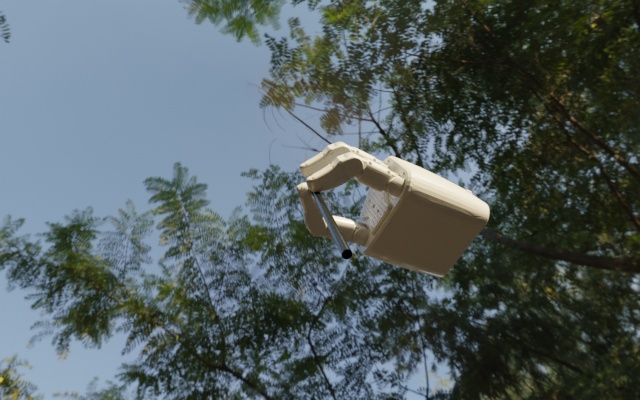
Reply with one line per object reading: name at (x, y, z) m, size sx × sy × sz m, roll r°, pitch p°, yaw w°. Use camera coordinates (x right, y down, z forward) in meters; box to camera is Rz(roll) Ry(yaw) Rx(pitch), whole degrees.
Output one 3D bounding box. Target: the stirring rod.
stirring rod at (0.000, 0.002, 0.458) m, size 0.011 × 0.011 × 0.239 m, roll 0°, pitch 18°, yaw -10°
